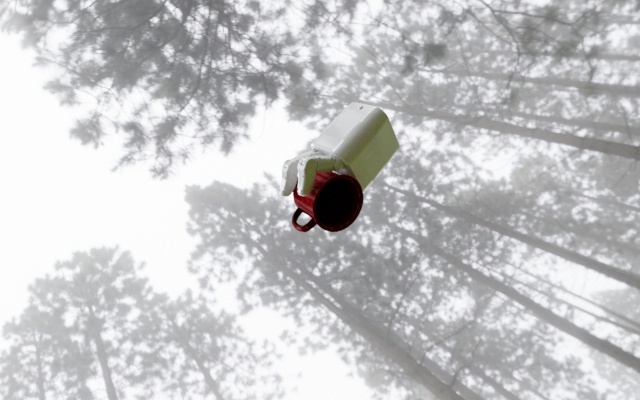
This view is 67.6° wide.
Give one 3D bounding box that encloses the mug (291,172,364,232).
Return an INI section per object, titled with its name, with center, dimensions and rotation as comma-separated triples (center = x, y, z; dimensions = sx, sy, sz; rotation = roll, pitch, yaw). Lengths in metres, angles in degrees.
[mug]
center = -0.001, 0.004, 0.762
dimensions = 0.093, 0.117, 0.081
rotation = 48, -11, -35
